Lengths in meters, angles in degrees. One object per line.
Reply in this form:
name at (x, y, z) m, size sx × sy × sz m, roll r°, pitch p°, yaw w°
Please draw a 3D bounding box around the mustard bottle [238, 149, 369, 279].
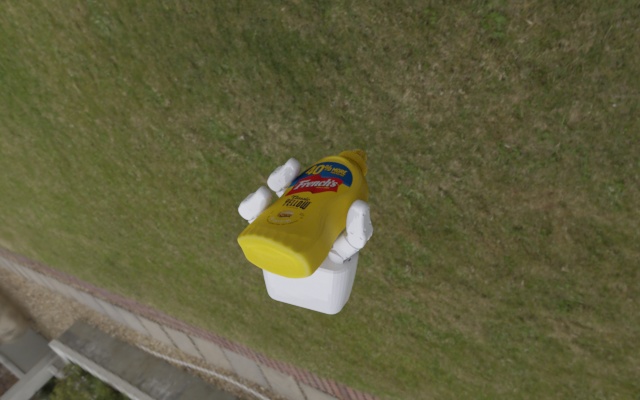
mustard bottle at (0.000, 0.002, 0.544) m, size 0.096 × 0.058 × 0.191 m, roll 8°, pitch 43°, yaw 38°
